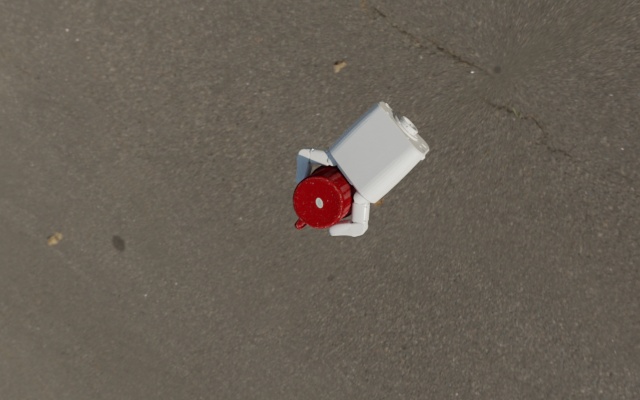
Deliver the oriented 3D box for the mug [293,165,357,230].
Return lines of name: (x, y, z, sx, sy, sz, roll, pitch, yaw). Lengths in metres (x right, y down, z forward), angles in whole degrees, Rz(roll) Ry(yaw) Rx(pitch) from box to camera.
mug: (-0.001, 0.003, 0.737, 0.117, 0.093, 0.081, -44, -4, 23)
